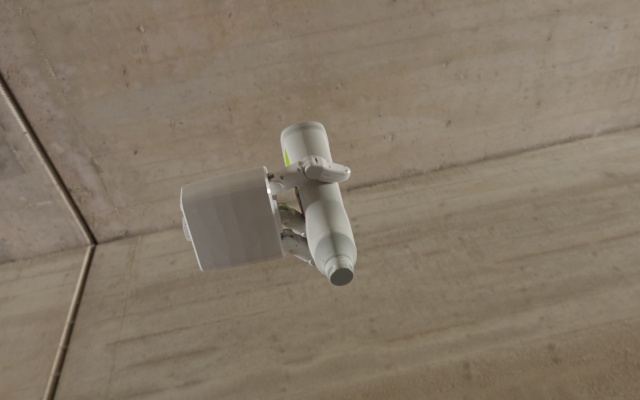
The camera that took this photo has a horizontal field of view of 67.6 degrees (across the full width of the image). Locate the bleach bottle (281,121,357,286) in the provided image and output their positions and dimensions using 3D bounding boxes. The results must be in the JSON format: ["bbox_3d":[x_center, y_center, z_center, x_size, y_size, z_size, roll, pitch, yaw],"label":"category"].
[{"bbox_3d":[0.000,0.002,0.615,0.068,0.103,0.250,-13,39,-3],"label":"bleach bottle"}]
